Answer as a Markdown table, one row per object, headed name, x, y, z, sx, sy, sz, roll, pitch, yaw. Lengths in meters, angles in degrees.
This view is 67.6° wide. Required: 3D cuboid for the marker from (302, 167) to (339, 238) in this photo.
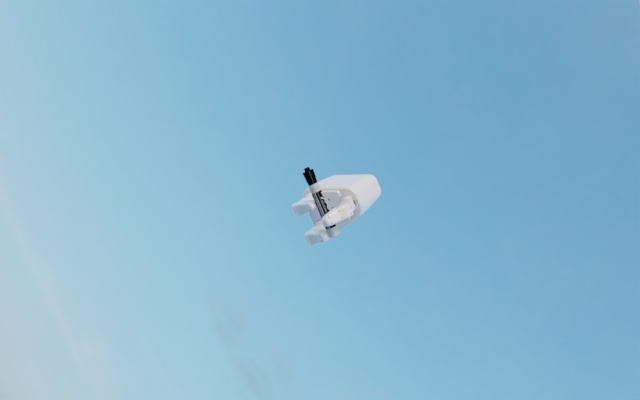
| name | x | y | z | sx | sy | sz | roll | pitch | yaw |
| --- | --- | --- | --- | --- | --- | --- | --- | --- | --- |
| marker | 0.000 | 0.003 | 0.778 | 0.020 | 0.121 | 0.020 | -22 | 8 | 3 |
